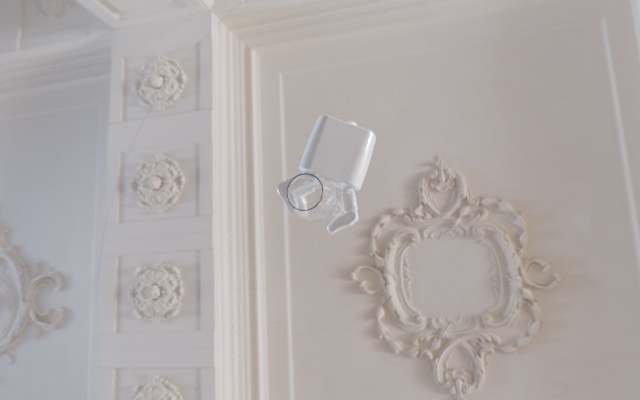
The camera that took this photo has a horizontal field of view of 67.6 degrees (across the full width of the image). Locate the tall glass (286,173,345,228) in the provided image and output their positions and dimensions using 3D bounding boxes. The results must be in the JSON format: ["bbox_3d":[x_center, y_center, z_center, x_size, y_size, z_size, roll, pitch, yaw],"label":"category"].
[{"bbox_3d":[0.000,0.003,0.856,0.079,0.079,0.201,0,-9,15],"label":"tall glass"}]
